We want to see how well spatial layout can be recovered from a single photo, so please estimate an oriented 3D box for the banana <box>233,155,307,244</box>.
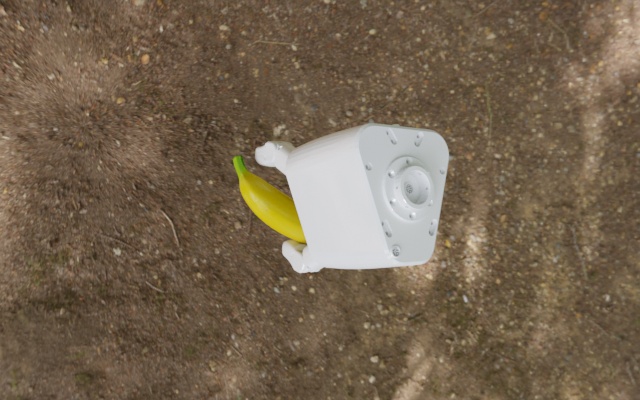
[{"bbox_3d":[-0.006,0.016,0.508,0.198,0.069,0.037,25,-32,-24],"label":"banana"}]
